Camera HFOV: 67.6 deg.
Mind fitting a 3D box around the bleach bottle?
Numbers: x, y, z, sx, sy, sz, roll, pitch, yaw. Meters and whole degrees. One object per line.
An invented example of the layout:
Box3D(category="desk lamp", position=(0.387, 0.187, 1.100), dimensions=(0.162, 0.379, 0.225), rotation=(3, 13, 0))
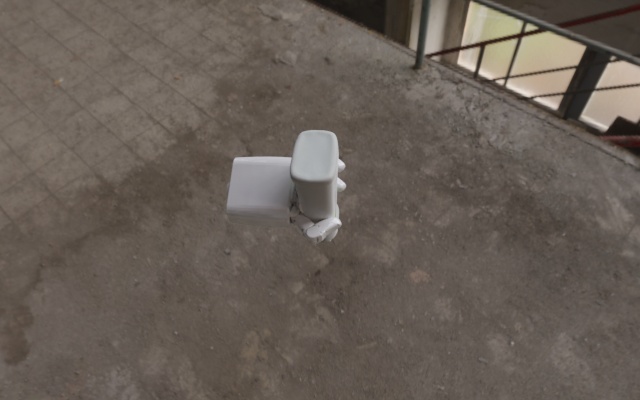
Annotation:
Box3D(category="bleach bottle", position=(0.000, 0.002, 0.791), dimensions=(0.068, 0.102, 0.251), rotation=(3, -35, 7))
